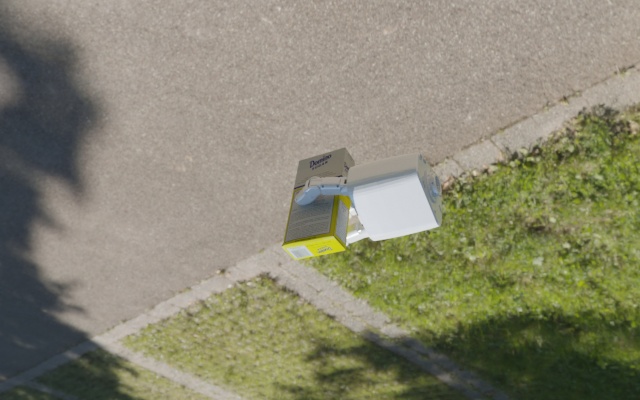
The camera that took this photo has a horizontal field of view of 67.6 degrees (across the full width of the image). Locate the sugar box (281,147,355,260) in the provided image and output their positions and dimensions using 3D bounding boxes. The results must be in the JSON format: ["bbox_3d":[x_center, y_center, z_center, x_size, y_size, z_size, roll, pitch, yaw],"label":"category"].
[{"bbox_3d":[0.000,0.003,0.753,0.093,0.176,0.048,-13,-45,28],"label":"sugar box"}]
